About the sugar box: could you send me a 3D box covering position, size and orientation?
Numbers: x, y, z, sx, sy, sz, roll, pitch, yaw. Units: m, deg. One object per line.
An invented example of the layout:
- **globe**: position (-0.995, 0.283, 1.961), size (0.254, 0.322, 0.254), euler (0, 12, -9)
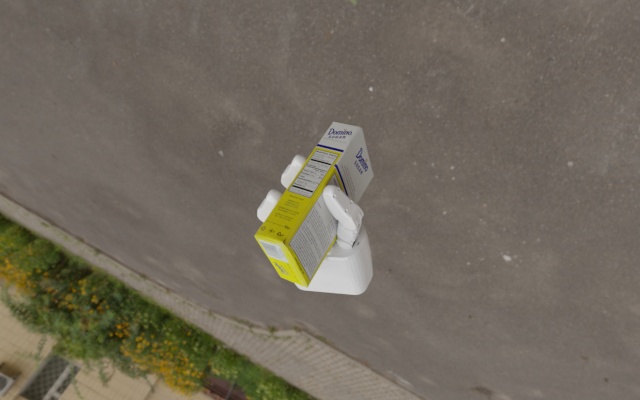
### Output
- **sugar box**: position (0.000, 0.002, 0.556), size (0.048, 0.176, 0.093), euler (15, -32, 27)
